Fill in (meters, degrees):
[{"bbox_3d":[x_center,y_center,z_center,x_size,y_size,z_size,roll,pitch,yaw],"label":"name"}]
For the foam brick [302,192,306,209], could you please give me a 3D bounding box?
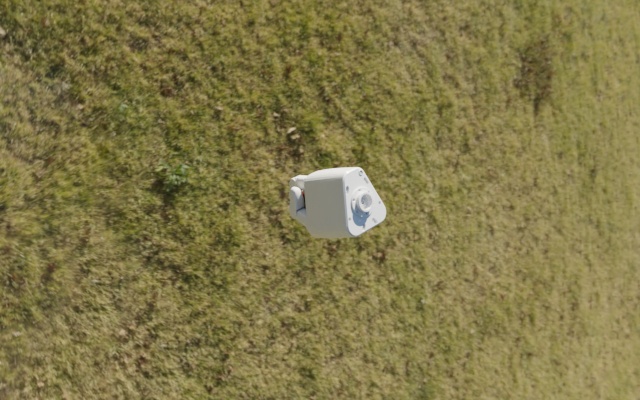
[{"bbox_3d":[0.000,0.003,0.895,0.078,0.053,0.051,-27,14,-35],"label":"foam brick"}]
